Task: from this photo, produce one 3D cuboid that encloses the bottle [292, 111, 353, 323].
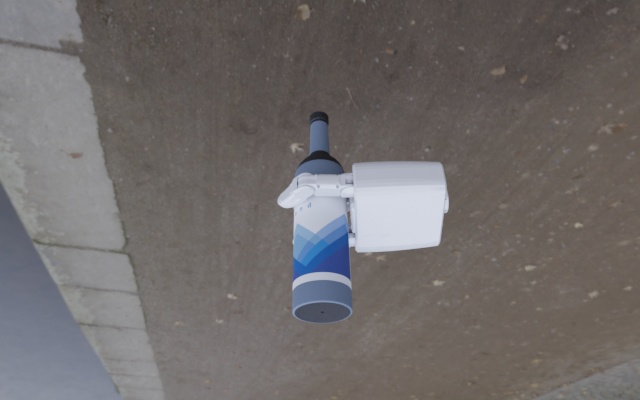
[{"bbox_3d":[0.000,0.002,0.606,0.069,0.295,0.069,-1,-34,0],"label":"bottle"}]
